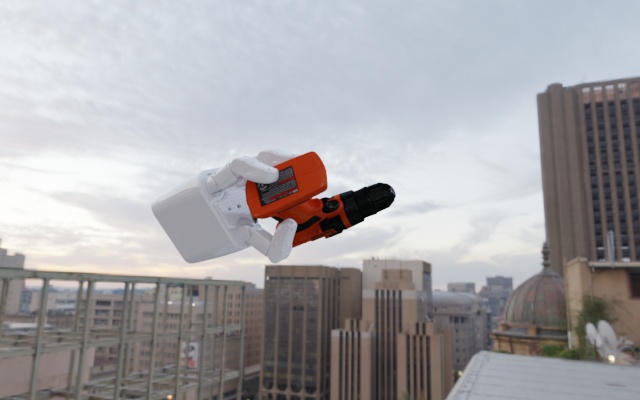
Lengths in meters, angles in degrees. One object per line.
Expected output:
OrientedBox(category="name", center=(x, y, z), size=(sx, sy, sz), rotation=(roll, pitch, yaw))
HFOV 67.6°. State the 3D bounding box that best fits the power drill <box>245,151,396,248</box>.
OrientedBox(category="power drill", center=(0.000, 0.002, 0.633), size=(0.184, 0.057, 0.188), rotation=(-24, -25, 11))
